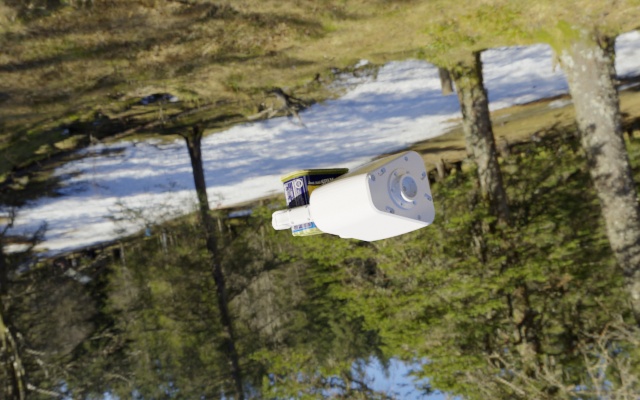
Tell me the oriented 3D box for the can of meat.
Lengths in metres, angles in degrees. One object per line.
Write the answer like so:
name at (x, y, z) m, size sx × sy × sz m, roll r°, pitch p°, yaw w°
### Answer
can of meat at (0.000, 0.003, 0.668) m, size 0.102 × 0.084 × 0.057 m, roll -6°, pitch -9°, yaw -41°
